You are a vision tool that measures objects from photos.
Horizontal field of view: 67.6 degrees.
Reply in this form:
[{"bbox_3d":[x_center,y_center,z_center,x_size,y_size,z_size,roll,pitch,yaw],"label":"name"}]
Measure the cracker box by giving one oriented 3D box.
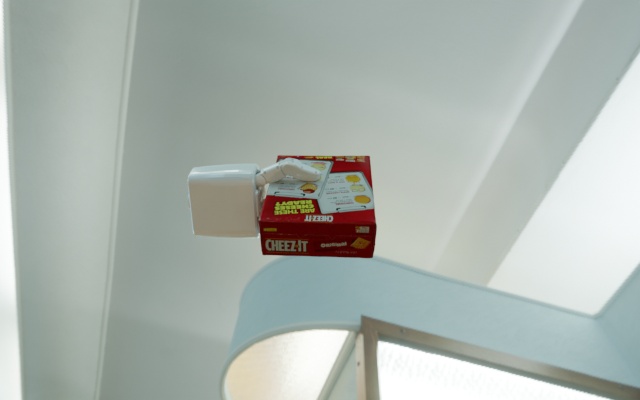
[{"bbox_3d":[0.000,0.002,0.756,0.164,0.072,0.213,1,31,3],"label":"cracker box"}]
